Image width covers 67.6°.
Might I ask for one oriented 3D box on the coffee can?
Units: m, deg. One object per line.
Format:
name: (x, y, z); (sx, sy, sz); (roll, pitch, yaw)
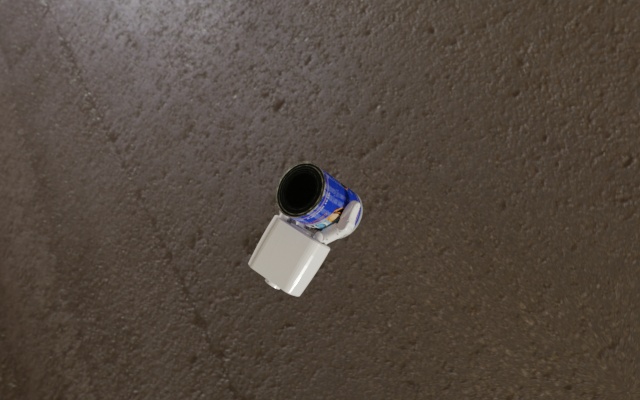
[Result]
coffee can: (0.000, 0.003, 0.866); (0.103, 0.102, 0.140); (0, -19, 33)
